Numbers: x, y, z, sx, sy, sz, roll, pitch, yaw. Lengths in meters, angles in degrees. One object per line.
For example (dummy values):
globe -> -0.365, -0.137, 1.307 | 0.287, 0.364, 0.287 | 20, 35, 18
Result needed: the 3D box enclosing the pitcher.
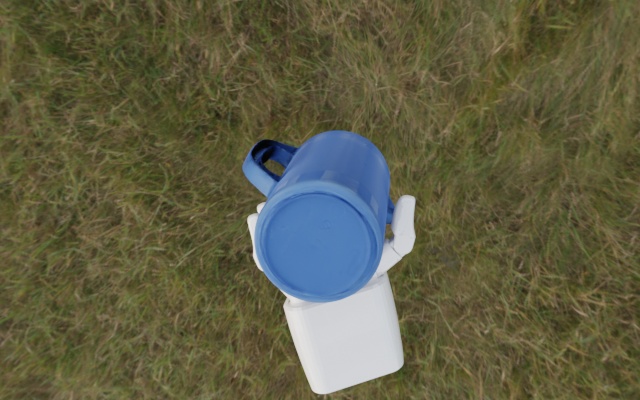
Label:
pitcher -> 0.000, 0.002, 0.498 | 0.149, 0.145, 0.242 | -13, 13, 9
